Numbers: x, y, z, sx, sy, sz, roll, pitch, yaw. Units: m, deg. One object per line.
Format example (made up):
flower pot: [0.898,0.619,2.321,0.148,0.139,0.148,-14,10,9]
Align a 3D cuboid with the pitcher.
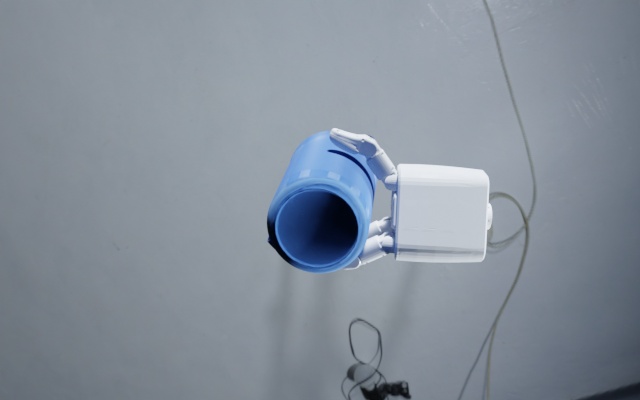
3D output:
pitcher: [0.000,0.002,0.606,0.145,0.149,0.242,4,17,5]
